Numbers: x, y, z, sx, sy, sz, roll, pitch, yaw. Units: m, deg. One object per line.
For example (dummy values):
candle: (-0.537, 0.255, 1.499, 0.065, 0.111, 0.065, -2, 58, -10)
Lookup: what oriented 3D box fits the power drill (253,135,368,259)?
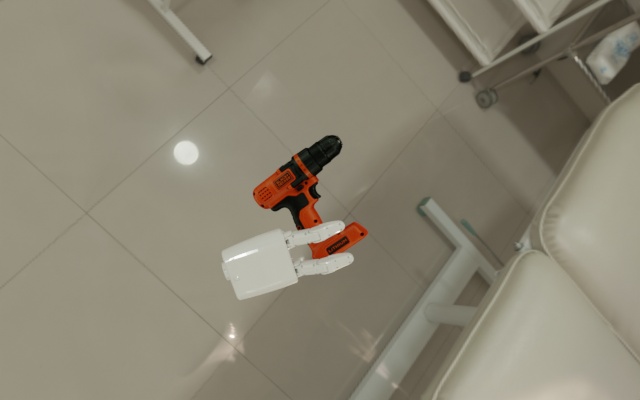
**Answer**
power drill: (0.000, 0.003, 0.834, 0.184, 0.187, 0.057, -36, -4, 10)
